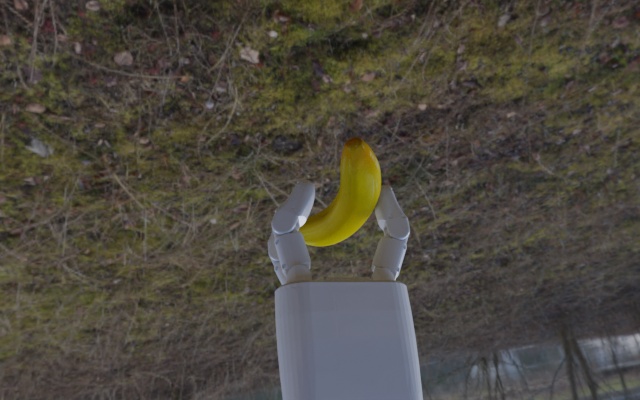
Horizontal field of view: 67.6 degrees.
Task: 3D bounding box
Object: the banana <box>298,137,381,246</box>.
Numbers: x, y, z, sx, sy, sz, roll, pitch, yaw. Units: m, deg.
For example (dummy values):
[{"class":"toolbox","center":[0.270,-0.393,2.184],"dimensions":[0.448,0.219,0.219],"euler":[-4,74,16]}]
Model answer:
[{"class":"banana","center":[0.016,0.006,0.460],"dimensions":[0.069,0.037,0.198],"euler":[10,-30,-22]}]
